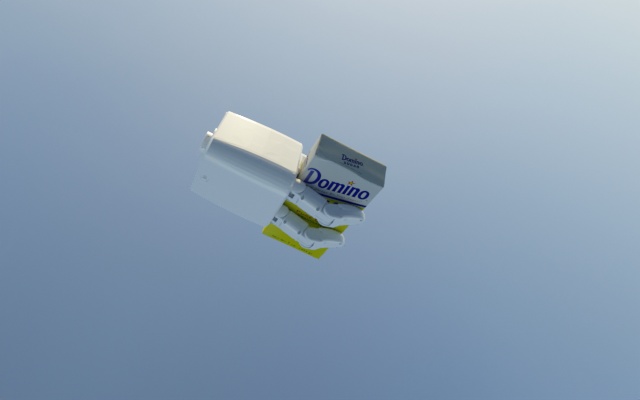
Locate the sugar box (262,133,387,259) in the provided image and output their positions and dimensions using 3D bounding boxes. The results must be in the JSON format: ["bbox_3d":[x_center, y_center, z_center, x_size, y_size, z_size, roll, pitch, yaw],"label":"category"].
[{"bbox_3d":[0.000,0.002,0.618,0.093,0.048,0.176,25,-42,-12],"label":"sugar box"}]
